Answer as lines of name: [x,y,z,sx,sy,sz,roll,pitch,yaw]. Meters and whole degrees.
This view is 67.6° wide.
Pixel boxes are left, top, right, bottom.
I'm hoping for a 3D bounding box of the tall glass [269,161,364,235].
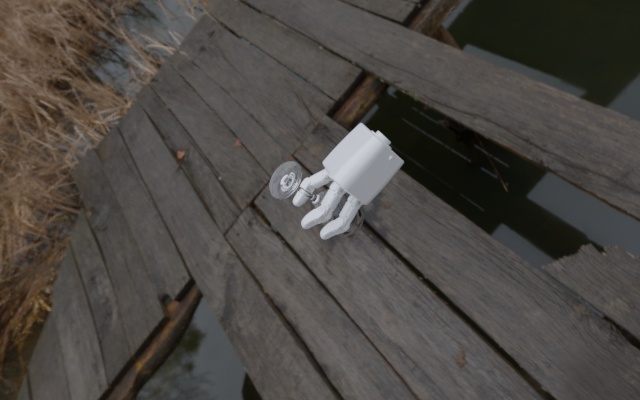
tall glass: [0.000,0.003,0.893,0.079,0.079,0.201,0,-23,42]
